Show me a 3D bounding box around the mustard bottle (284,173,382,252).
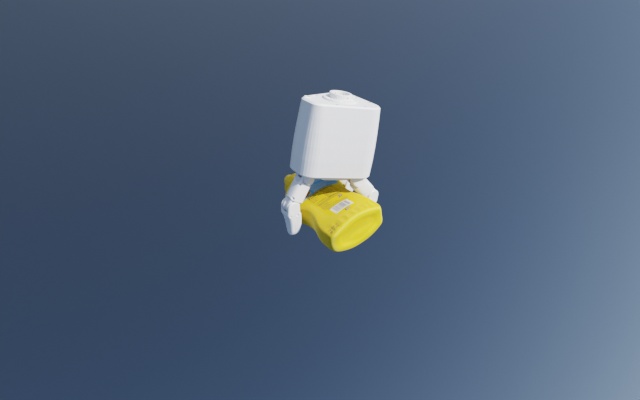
[{"bbox_3d":[0.000,0.003,0.746,0.096,0.058,0.191,-32,41,-22],"label":"mustard bottle"}]
